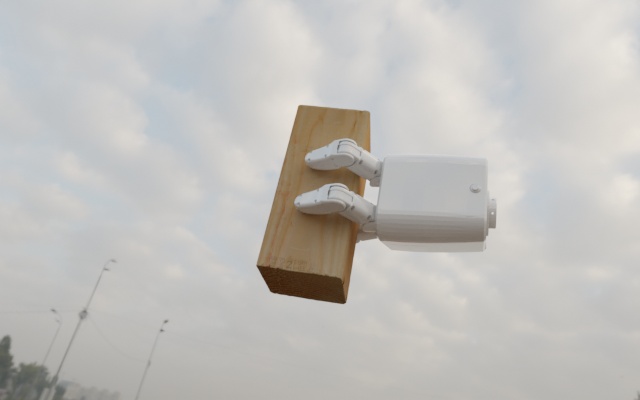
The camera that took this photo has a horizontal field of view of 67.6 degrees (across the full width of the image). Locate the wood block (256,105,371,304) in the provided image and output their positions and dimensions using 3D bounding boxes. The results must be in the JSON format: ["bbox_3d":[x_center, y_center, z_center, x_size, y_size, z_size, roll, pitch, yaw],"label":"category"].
[{"bbox_3d":[0.001,0.002,0.550,0.090,0.206,0.091,7,-28,10],"label":"wood block"}]
